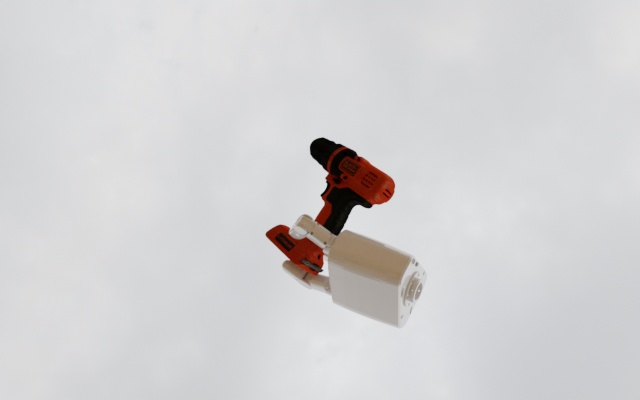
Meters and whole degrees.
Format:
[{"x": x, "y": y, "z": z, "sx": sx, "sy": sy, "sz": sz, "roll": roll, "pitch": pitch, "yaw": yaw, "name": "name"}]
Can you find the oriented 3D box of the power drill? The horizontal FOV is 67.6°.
[{"x": 0.000, "y": 0.003, "z": 0.725, "sx": 0.057, "sy": 0.187, "sz": 0.184, "roll": 34, "pitch": 3, "yaw": -44, "name": "power drill"}]
